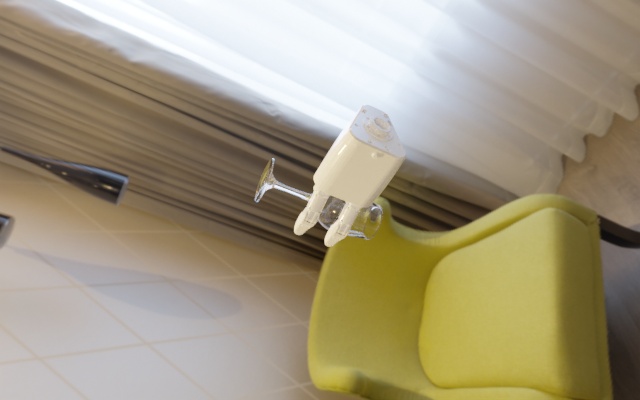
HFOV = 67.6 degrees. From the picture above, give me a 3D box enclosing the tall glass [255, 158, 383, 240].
[{"bbox_3d":[-0.001,0.002,0.779,0.201,0.079,0.079,22,-6,-16],"label":"tall glass"}]
